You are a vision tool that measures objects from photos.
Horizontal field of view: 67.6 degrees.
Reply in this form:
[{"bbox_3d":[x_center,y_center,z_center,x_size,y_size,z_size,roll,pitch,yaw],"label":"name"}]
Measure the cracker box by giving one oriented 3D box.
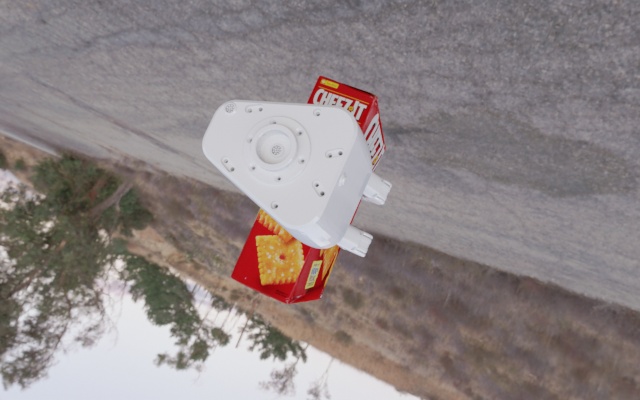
[{"bbox_3d":[0.000,0.002,0.521,0.072,0.213,0.164,23,-6,13],"label":"cracker box"}]
